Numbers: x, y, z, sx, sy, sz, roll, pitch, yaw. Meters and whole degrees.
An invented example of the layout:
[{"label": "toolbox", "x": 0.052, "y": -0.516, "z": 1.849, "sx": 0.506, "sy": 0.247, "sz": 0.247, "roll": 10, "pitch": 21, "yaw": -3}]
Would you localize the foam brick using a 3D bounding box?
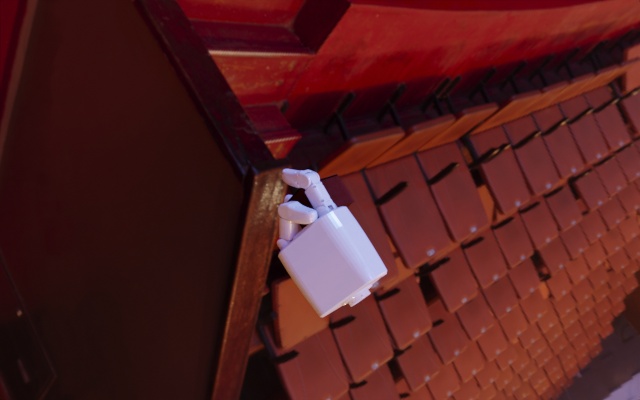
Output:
[{"label": "foam brick", "x": 0.000, "y": 0.002, "z": 0.704, "sx": 0.078, "sy": 0.051, "sz": 0.053, "roll": -19, "pitch": -20, "yaw": -46}]
